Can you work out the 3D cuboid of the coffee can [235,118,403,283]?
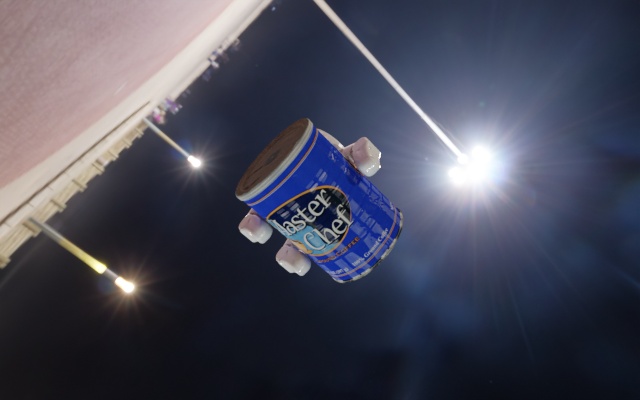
[{"bbox_3d":[0.000,0.002,0.486,0.140,0.102,0.103,43,-17,-20],"label":"coffee can"}]
